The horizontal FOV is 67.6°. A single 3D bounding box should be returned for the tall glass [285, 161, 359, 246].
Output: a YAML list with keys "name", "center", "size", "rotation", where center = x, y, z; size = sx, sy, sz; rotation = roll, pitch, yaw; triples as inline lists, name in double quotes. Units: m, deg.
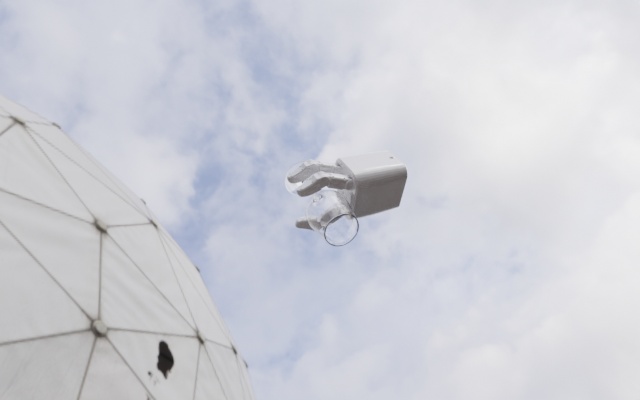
- name: "tall glass"
  center: [0.000, 0.003, 0.857]
  size: [0.079, 0.079, 0.201]
  rotation: [0, 28, -23]
